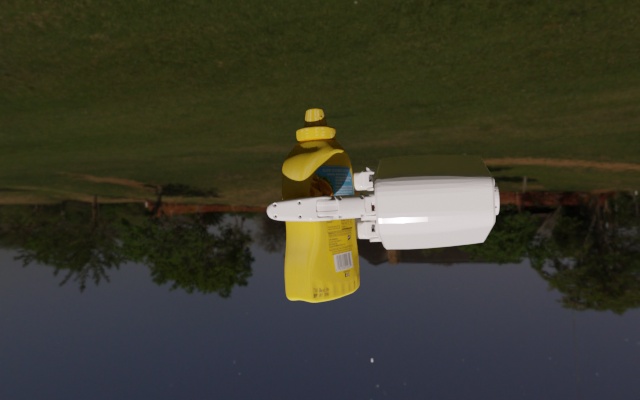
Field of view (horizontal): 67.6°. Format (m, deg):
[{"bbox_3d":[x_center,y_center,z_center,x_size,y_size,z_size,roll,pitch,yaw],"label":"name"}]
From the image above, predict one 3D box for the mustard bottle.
[{"bbox_3d":[0.000,0.002,0.493,0.058,0.191,0.096,-3,0,36],"label":"mustard bottle"}]
